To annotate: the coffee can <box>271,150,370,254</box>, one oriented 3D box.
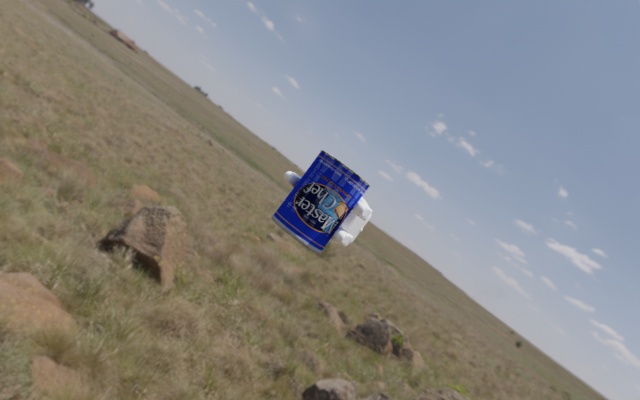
[{"bbox_3d":[0.000,0.003,0.795,0.103,0.140,0.103,37,0,0],"label":"coffee can"}]
